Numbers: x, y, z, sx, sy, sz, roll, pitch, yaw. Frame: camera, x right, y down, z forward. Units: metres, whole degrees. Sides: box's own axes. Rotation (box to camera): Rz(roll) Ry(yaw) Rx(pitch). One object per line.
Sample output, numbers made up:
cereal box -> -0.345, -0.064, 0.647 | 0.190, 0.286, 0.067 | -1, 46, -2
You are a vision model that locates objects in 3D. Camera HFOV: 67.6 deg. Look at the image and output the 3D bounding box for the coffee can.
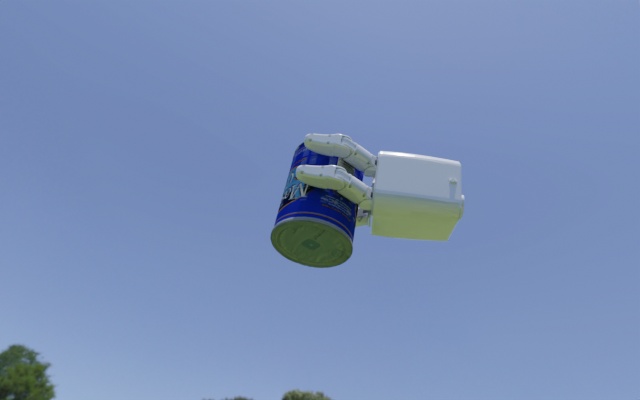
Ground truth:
coffee can -> 0.000, 0.002, 0.627 | 0.103, 0.140, 0.103 | 8, -38, 6
